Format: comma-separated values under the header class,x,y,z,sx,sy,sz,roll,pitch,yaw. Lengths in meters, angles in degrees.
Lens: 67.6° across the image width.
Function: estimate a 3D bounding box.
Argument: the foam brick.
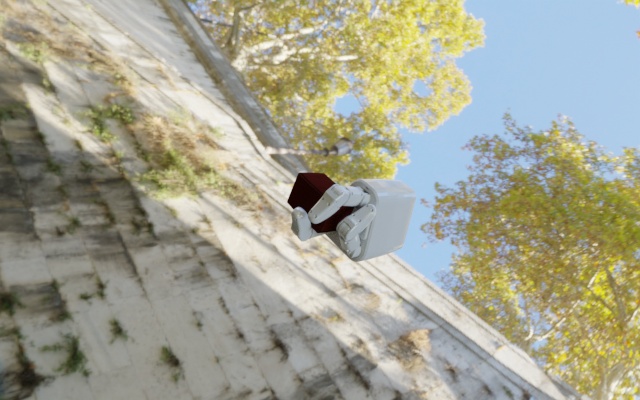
class,x,y,z,sx,sy,sz,roll,pitch,yaw
foam brick,0.000,0.002,0.679,0.051,0.053,0.078,-5,40,-46
